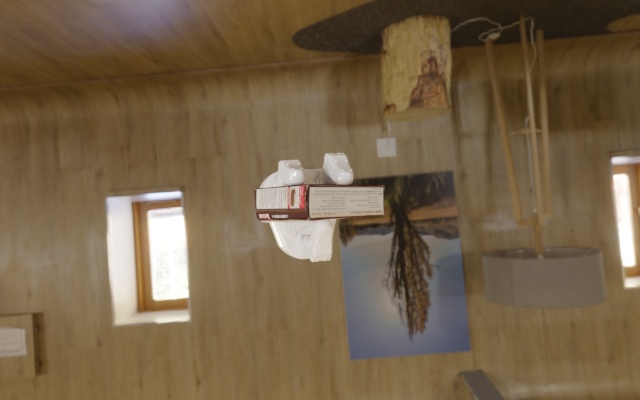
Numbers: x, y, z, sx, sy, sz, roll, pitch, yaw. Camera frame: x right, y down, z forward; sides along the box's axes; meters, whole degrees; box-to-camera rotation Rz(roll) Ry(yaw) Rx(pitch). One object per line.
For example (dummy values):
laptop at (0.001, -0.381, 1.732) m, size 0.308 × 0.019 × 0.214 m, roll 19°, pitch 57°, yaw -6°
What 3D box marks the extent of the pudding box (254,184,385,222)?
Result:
pudding box at (0.000, 0.002, 0.513) m, size 0.113 × 0.039 × 0.090 m, roll -4°, pitch 0°, yaw -42°
